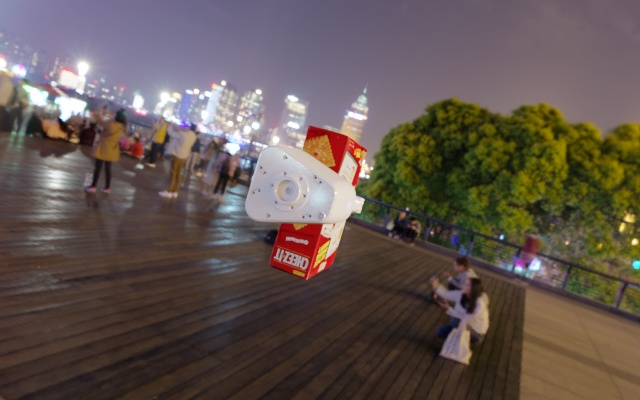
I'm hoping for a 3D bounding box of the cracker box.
[{"bbox_3d":[0.000,0.002,0.754,0.072,0.214,0.164,18,4,14],"label":"cracker box"}]
